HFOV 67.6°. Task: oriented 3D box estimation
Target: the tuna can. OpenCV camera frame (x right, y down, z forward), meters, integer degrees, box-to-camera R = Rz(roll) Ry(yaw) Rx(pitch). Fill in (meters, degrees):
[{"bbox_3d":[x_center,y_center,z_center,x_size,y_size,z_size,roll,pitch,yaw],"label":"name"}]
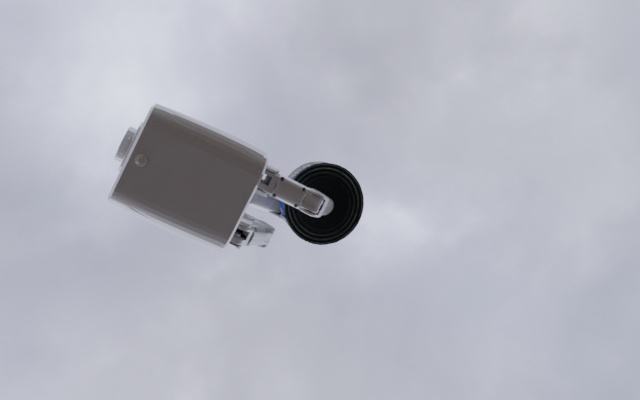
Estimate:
[{"bbox_3d":[0.000,0.002,0.507,0.086,0.086,0.033,0,9,-16],"label":"tuna can"}]
